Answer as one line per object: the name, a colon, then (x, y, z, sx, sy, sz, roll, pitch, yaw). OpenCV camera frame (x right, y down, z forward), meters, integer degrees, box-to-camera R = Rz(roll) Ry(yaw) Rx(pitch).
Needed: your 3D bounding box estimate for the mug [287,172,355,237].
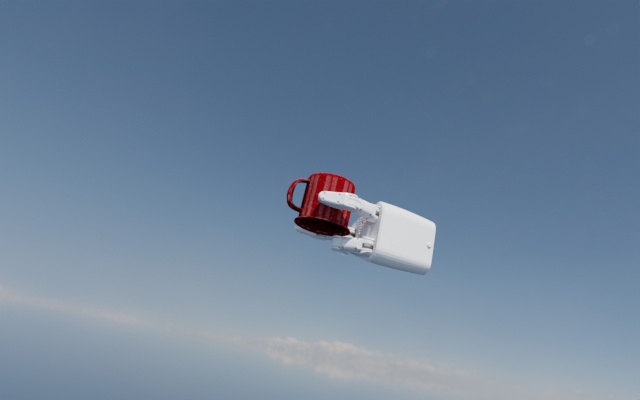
mug: (-0.001, 0.002, 0.776, 0.117, 0.081, 0.093, 20, -20, -19)
